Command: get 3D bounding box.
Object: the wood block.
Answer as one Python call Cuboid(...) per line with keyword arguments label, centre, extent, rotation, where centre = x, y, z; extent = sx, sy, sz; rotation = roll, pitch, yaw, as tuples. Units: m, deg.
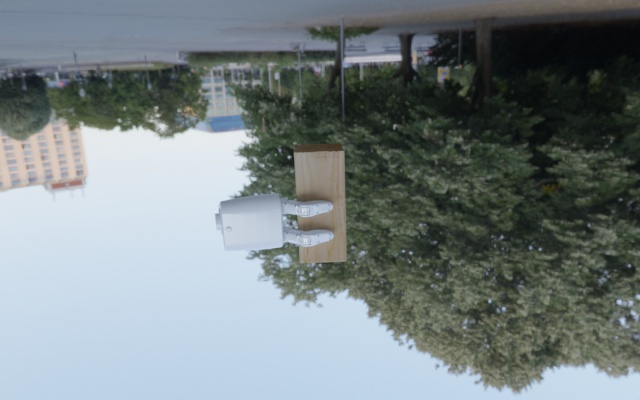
Cuboid(label="wood block", centre=(0.000, 0.003, 0.892), extent=(0.090, 0.206, 0.090), rotation=(-3, 16, -2))
